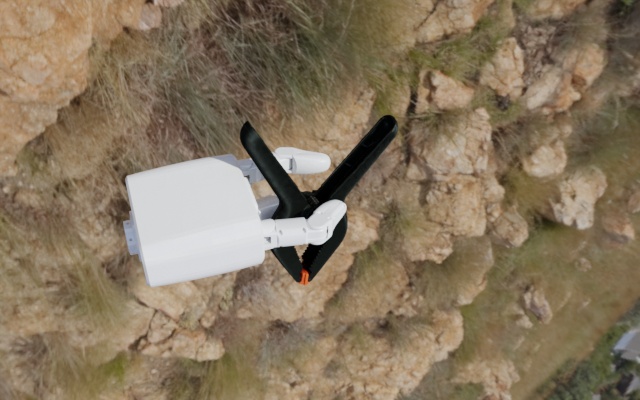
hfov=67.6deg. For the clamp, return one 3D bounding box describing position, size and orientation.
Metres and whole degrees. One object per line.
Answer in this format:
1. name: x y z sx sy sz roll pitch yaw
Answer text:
1. clamp: 0.000 0.003 0.507 0.164 0.210 0.036 -12 38 -20
